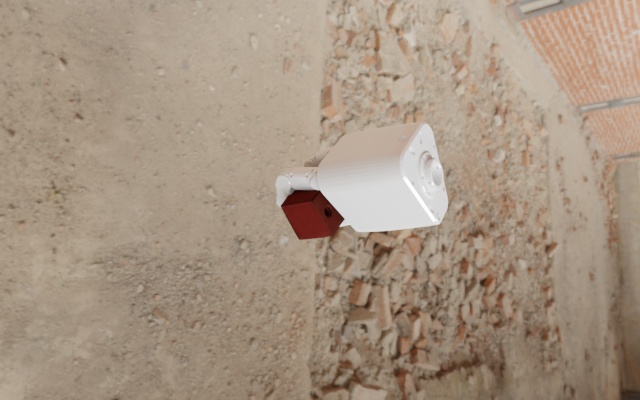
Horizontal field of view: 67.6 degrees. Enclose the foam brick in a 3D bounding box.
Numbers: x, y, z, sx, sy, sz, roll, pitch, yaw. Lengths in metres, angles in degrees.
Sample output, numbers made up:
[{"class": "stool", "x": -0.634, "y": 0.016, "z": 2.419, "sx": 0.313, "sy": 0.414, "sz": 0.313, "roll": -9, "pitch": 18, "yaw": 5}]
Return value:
[{"class": "foam brick", "x": 0.000, "y": 0.002, "z": 0.573, "sx": 0.051, "sy": 0.053, "sz": 0.078, "roll": -7, "pitch": 32, "yaw": 39}]
